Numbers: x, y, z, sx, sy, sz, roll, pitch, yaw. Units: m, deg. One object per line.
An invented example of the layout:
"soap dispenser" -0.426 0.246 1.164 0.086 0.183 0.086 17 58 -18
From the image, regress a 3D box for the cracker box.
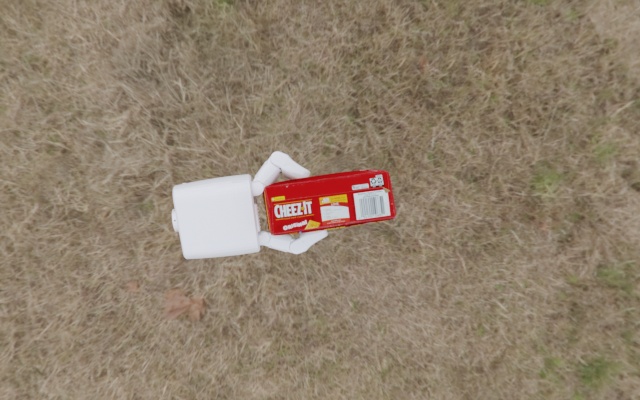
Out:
"cracker box" 0.000 0.002 0.702 0.164 0.072 0.213 -8 1 -7
